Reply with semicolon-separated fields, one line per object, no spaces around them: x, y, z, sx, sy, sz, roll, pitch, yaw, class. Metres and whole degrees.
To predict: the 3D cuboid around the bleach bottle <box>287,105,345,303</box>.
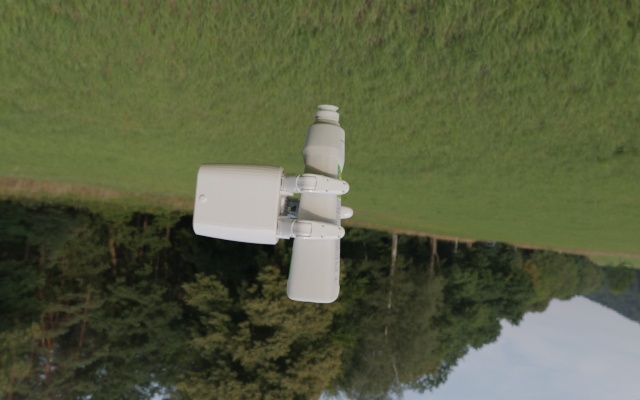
0.000;0.002;0.634;0.068;0.251;0.102;5;-3;4;bleach bottle
